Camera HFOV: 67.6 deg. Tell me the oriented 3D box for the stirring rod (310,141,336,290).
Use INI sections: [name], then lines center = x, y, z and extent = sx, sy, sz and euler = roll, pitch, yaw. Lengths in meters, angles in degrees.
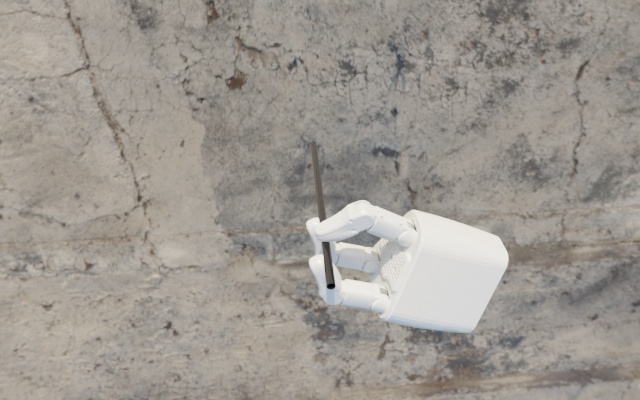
[stirring rod]
center = 0.000, 0.002, 0.514
extent = 0.011, 0.011, 0.239
euler = 0, 38, -6
